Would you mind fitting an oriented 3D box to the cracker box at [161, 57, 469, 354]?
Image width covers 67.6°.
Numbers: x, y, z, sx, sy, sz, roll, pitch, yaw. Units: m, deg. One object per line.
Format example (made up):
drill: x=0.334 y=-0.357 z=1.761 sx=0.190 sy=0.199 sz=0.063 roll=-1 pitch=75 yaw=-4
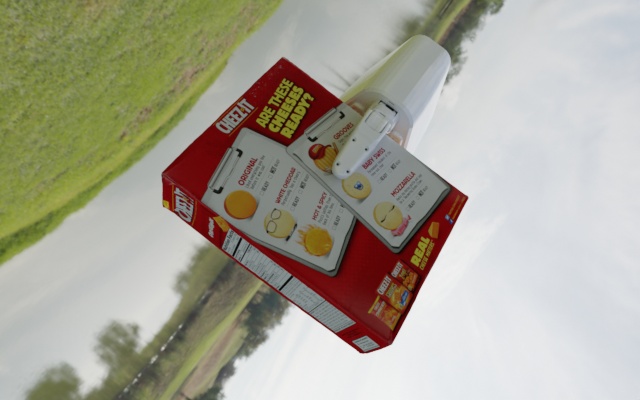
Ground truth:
cracker box: x=0.000 y=0.001 z=0.416 sx=0.213 sy=0.164 sz=0.072 roll=36 pitch=-31 yaw=1
